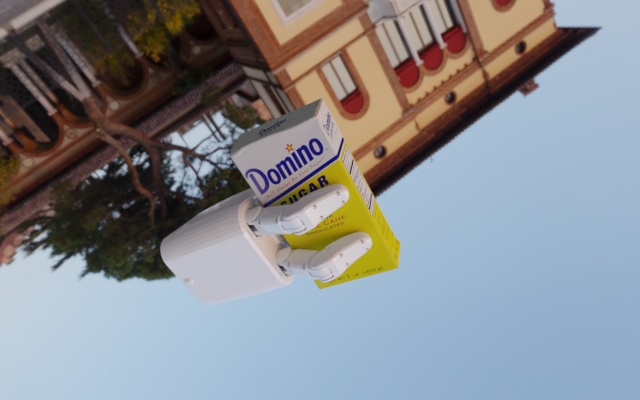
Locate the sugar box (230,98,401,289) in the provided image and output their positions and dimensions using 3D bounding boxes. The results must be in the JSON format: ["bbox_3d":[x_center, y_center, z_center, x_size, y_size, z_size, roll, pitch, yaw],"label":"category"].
[{"bbox_3d":[0.000,0.002,0.456,0.093,0.176,0.048,-20,30,23],"label":"sugar box"}]
